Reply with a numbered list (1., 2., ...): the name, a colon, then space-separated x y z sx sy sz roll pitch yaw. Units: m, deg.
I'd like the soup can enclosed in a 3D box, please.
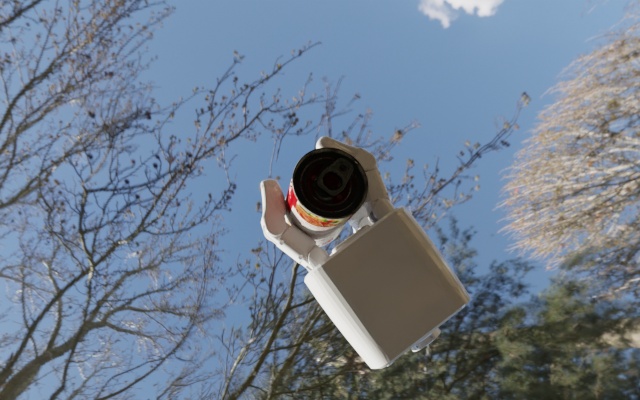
1. soup can: 0.000 0.001 0.461 0.068 0.068 0.102 0 -20 -11
